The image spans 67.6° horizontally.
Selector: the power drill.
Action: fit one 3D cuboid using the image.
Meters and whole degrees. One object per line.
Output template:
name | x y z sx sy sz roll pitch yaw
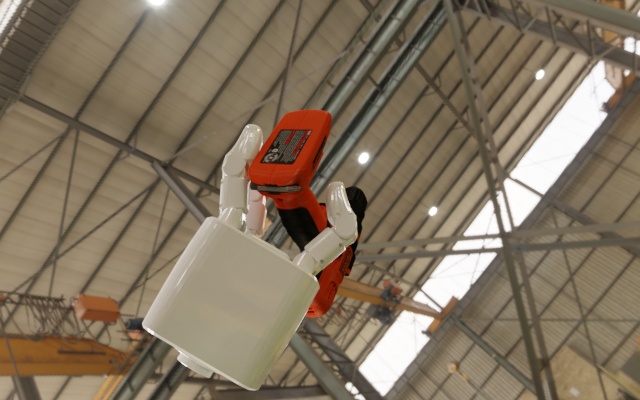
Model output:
power drill | 0.000 0.002 0.507 0.057 0.188 0.184 1 43 24
